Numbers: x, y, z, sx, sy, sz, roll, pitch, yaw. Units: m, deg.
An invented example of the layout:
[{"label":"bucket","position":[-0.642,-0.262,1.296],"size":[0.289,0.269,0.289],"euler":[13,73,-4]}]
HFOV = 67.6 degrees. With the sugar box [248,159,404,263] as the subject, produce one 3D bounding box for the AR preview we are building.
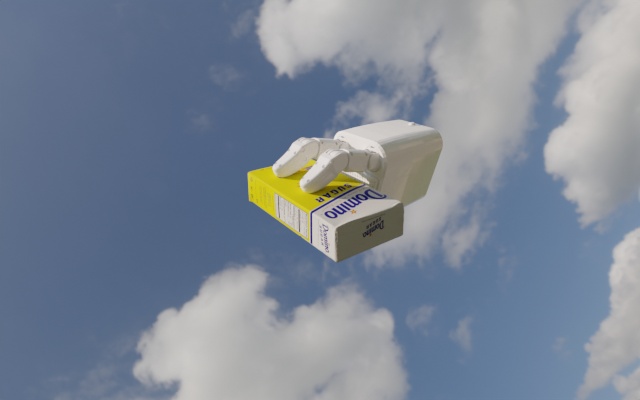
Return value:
[{"label":"sugar box","position":[0.000,0.001,0.537],"size":[0.093,0.048,0.176],"euler":[-18,28,-33]}]
